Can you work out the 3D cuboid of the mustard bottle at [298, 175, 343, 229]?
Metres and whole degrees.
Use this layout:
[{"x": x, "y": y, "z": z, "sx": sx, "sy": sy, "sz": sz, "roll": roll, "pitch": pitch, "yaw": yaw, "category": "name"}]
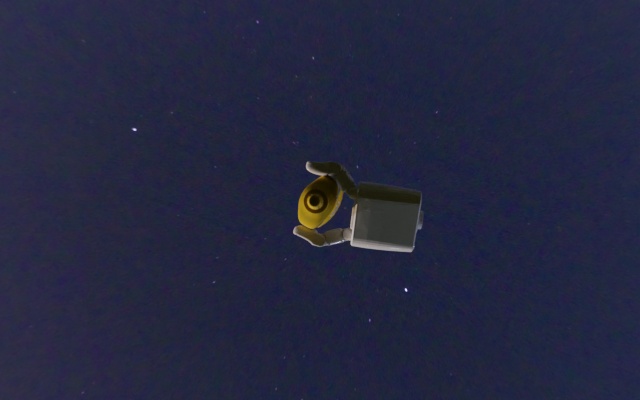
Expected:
[{"x": 0.000, "y": 0.003, "z": 0.832, "sx": 0.058, "sy": 0.096, "sz": 0.191, "roll": 32, "pitch": 2, "yaw": 5, "category": "mustard bottle"}]
